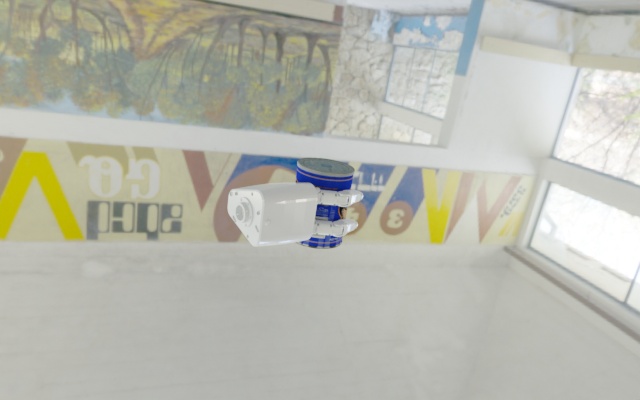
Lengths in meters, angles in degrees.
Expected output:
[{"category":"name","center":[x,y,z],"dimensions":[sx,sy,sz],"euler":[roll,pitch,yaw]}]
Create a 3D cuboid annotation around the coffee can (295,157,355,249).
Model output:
[{"category":"coffee can","center":[0.000,0.003,0.863],"dimensions":[0.103,0.140,0.102],"euler":[8,18,-3]}]
